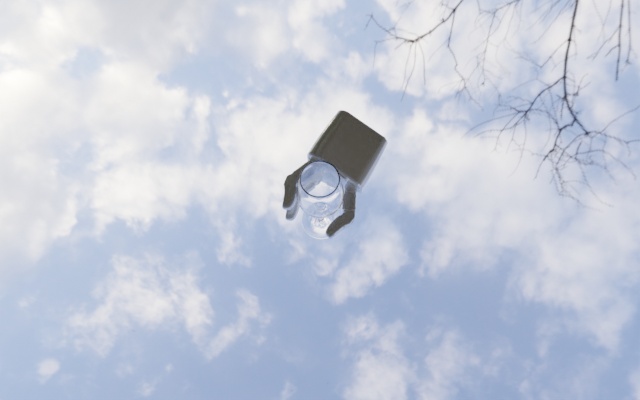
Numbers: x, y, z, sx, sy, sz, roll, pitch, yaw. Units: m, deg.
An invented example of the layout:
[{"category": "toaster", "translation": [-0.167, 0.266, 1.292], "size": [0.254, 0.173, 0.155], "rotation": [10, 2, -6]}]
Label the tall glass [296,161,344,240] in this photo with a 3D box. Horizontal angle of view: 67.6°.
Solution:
[{"category": "tall glass", "translation": [0.000, 0.003, 0.815], "size": [0.079, 0.079, 0.201], "rotation": [0, -21, 1]}]
